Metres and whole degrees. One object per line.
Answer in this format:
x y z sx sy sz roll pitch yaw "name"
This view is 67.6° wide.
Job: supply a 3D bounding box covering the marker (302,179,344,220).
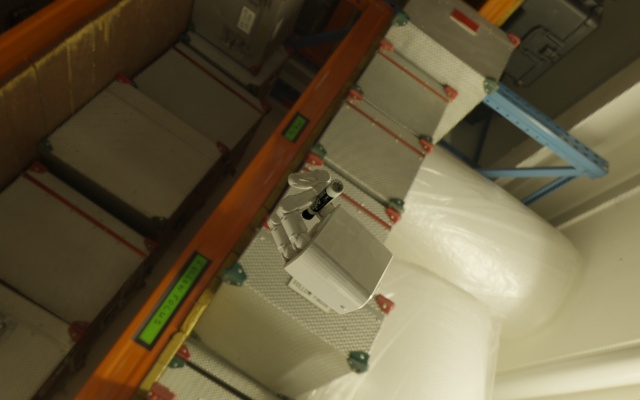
0.000 0.002 0.638 0.020 0.020 0.121 0 -19 -21 "marker"
